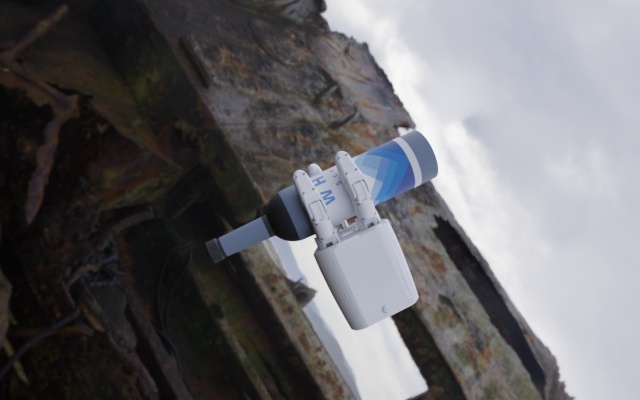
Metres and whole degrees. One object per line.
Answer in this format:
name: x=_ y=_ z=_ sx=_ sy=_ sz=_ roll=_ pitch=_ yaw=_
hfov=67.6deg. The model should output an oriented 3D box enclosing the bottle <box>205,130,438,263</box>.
bottle: x=0.000 y=0.002 z=0.590 sx=0.295 sy=0.069 sz=0.069 roll=-25 pitch=3 yaw=-7
